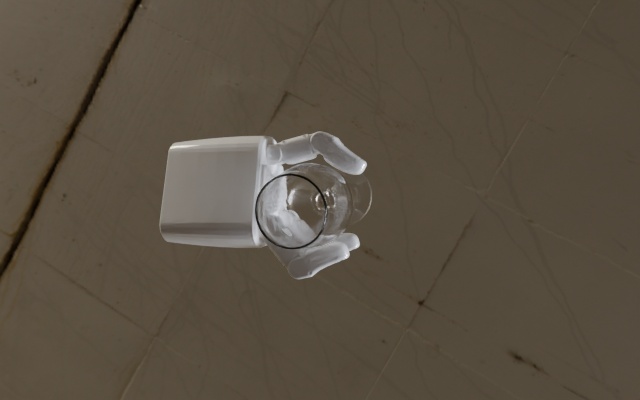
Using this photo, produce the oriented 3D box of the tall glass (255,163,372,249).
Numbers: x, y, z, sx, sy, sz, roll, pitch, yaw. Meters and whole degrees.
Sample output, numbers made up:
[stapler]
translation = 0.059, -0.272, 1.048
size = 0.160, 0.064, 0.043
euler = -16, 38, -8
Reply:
[tall glass]
translation = 0.000, 0.001, 0.480
size = 0.079, 0.079, 0.201
euler = 0, 4, 14
